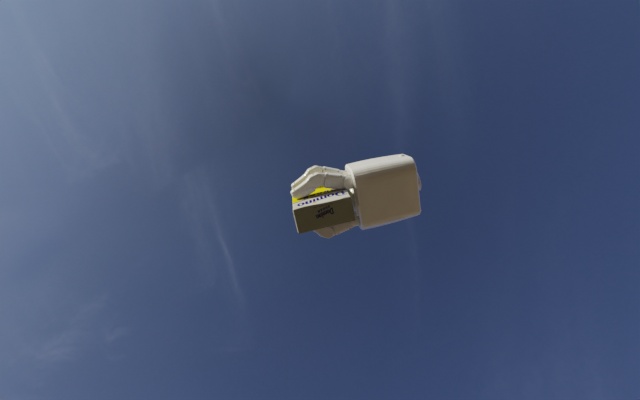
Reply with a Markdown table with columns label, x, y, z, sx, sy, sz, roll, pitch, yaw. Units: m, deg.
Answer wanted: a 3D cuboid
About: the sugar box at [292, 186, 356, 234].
| label | x | y | z | sx | sy | sz | roll | pitch | yaw |
| --- | --- | --- | --- | --- | --- | --- | --- | --- | --- |
| sugar box | 0.000 | 0.002 | 0.803 | 0.093 | 0.048 | 0.176 | -13 | 11 | -2 |
